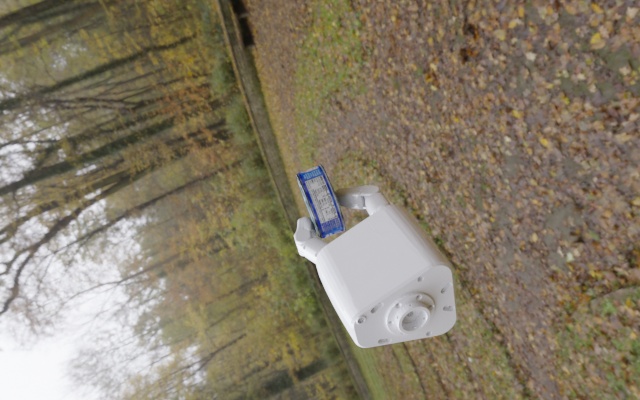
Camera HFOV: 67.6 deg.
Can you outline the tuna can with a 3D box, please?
[{"bbox_3d":[0.000,0.002,0.576,0.034,0.086,0.086,-21,1,-4],"label":"tuna can"}]
